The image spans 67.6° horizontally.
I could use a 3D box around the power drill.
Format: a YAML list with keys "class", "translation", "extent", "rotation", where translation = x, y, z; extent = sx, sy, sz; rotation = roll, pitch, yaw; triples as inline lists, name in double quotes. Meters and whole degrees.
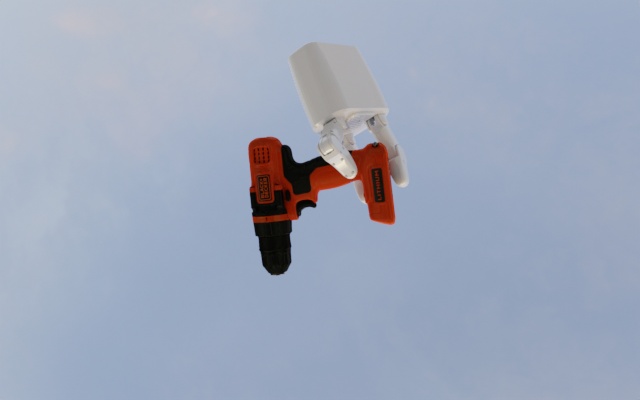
- class: "power drill"
  translation: [0.001, 0.002, 0.620]
  extent: [0.187, 0.184, 0.057]
  rotation: [-5, 5, 9]
